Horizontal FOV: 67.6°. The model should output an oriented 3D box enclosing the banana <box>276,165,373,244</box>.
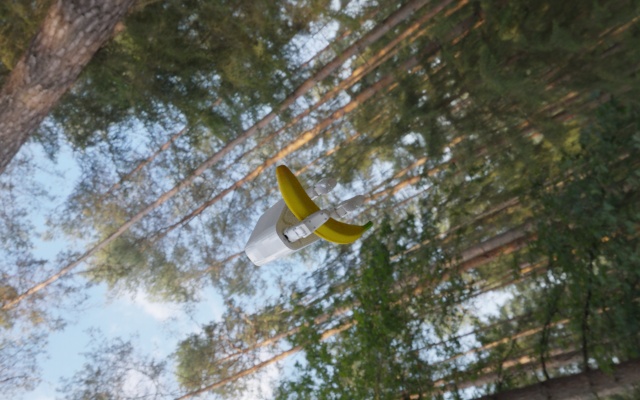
[{"bbox_3d":[-0.003,0.020,0.787,0.198,0.069,0.037,34,-31,-21],"label":"banana"}]
